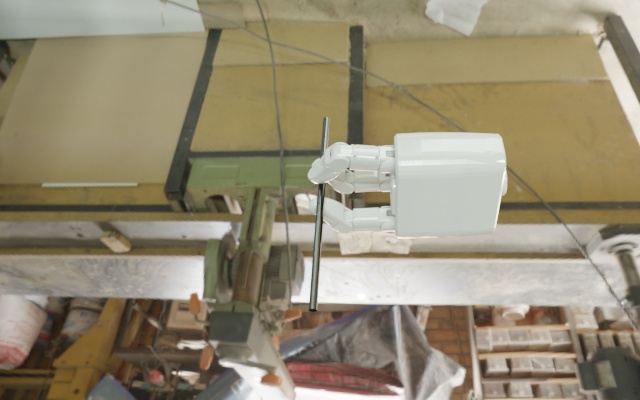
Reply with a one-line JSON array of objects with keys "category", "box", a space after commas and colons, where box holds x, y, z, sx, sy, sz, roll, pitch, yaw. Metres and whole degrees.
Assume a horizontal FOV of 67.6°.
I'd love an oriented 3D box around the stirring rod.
[{"category": "stirring rod", "box": [0.000, 0.002, 0.504, 0.011, 0.239, 0.011, 3, -34, 2]}]
